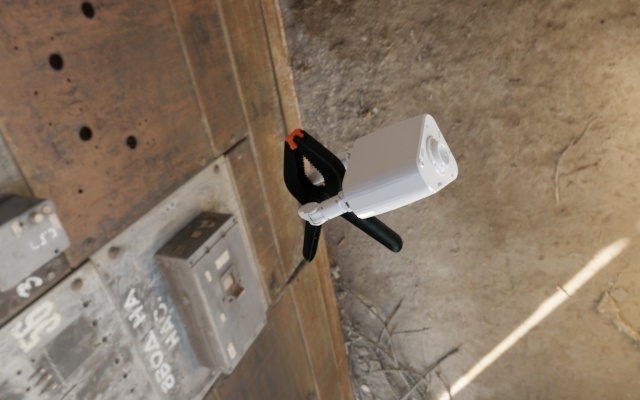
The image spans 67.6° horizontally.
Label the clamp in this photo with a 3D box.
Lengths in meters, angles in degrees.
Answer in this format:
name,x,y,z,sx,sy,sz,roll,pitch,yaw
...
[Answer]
name,x,y,z,sx,sy,sz,roll,pitch,yaw
clamp,0.000,0.002,0.666,0.164,0.210,0.036,-20,21,36
